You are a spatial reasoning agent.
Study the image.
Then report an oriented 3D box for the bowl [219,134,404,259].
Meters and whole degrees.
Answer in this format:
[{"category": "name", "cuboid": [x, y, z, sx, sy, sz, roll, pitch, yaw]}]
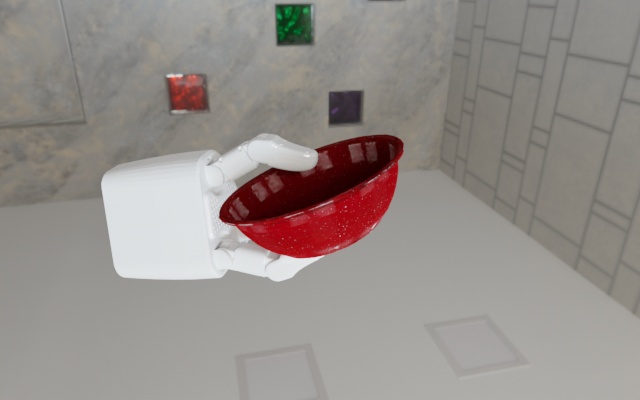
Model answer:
[{"category": "bowl", "cuboid": [0.001, 0.002, 0.401, 0.162, 0.055, 0.162, -20, 19, 7]}]
